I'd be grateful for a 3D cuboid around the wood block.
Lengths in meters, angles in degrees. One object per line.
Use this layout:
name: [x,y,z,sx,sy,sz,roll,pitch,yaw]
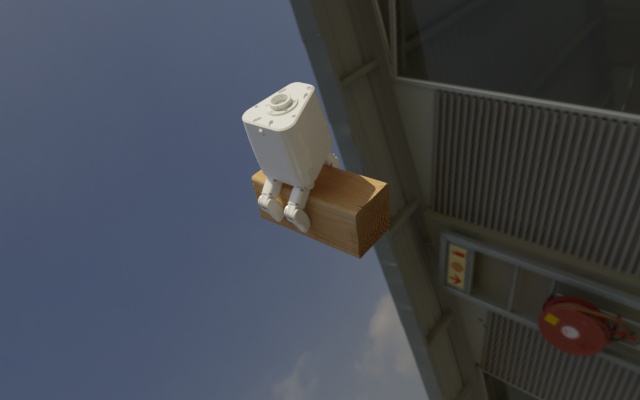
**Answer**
wood block: [0.000,0.002,0.772,0.206,0.090,0.090,20,45,33]
